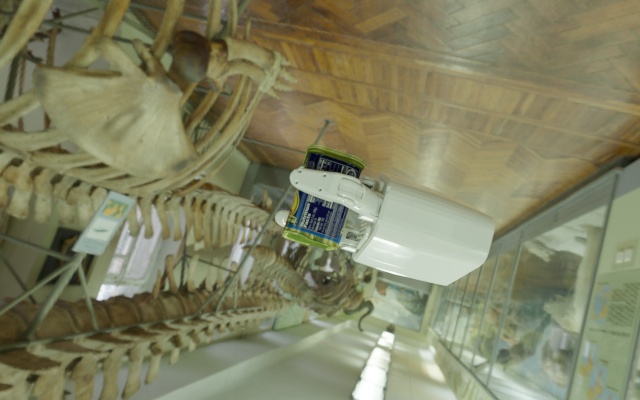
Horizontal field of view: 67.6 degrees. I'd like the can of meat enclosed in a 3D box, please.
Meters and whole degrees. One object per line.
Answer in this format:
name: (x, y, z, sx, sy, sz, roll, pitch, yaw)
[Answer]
can of meat: (0.000, 0.002, 0.466, 0.057, 0.084, 0.102, 18, -9, -4)
